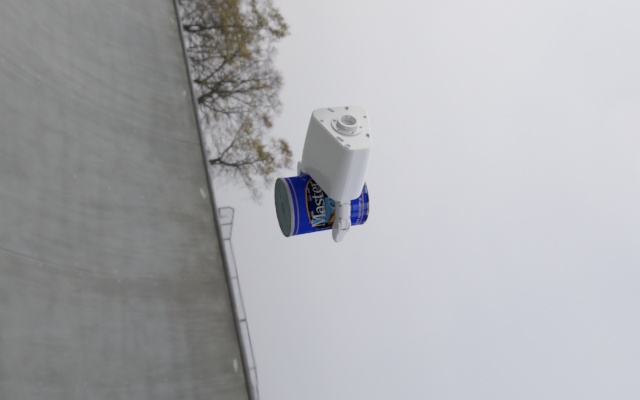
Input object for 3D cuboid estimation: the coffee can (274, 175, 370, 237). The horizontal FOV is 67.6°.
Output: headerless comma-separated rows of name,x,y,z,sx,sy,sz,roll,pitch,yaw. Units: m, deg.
coffee can,0.000,0.003,0.830,0.140,0.103,0.103,-8,3,-18
